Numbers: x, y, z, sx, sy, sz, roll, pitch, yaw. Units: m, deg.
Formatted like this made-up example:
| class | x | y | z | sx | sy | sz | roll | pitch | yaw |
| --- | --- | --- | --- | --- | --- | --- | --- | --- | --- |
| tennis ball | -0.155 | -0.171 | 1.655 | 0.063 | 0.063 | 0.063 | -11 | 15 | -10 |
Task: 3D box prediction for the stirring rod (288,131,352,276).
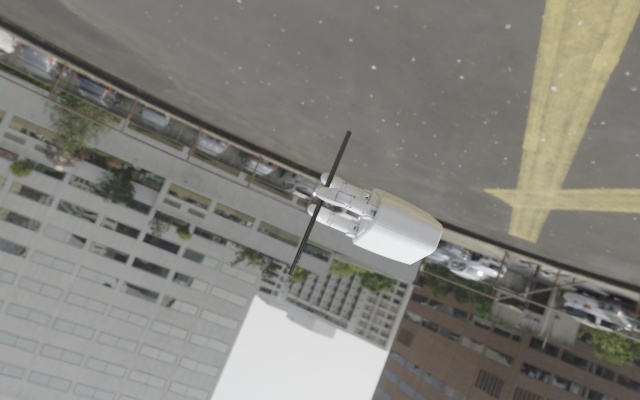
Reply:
| class | x | y | z | sx | sy | sz | roll | pitch | yaw |
| --- | --- | --- | --- | --- | --- | --- | --- | --- | --- |
| stirring rod | 0.000 | 0.002 | 0.735 | 0.011 | 0.239 | 0.011 | 22 | -7 | 3 |
